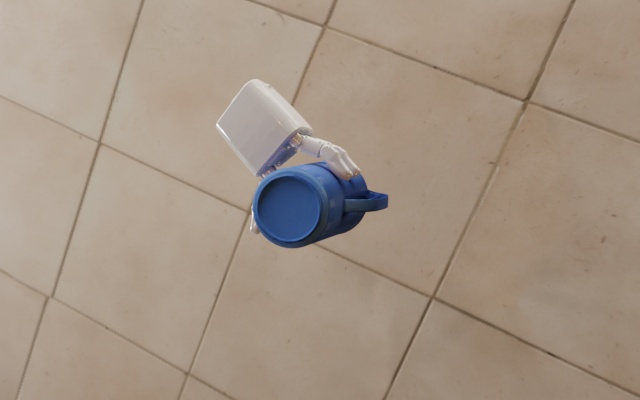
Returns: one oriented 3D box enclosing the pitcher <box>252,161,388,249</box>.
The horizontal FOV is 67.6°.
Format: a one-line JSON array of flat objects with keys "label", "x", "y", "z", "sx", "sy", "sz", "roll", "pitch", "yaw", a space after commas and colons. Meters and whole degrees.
[{"label": "pitcher", "x": 0.000, "y": 0.002, "z": 0.732, "sx": 0.149, "sy": 0.145, "sz": 0.243, "roll": -43, "pitch": -7, "yaw": 14}]
